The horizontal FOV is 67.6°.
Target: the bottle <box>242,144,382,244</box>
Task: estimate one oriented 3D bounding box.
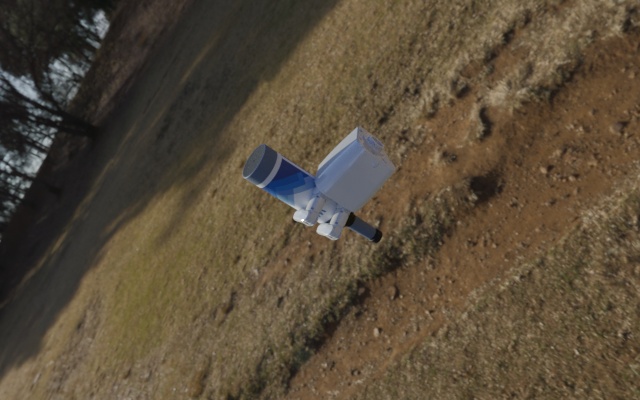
[{"bbox_3d":[0.000,0.003,0.861,0.296,0.069,0.069,32,-16,-27],"label":"bottle"}]
